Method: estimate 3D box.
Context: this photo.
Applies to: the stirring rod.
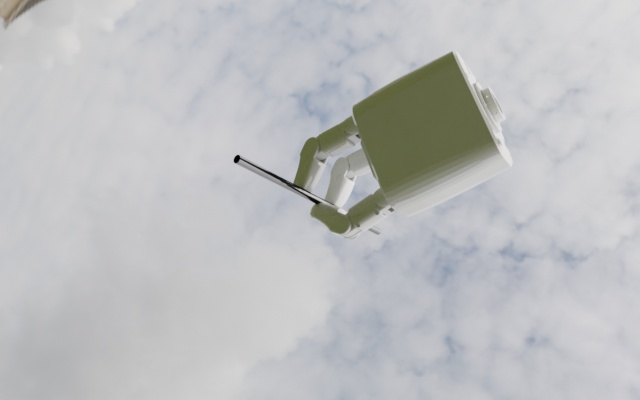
[{"bbox_3d":[0.000,0.002,0.491,0.011,0.011,0.239,0,-18,38],"label":"stirring rod"}]
